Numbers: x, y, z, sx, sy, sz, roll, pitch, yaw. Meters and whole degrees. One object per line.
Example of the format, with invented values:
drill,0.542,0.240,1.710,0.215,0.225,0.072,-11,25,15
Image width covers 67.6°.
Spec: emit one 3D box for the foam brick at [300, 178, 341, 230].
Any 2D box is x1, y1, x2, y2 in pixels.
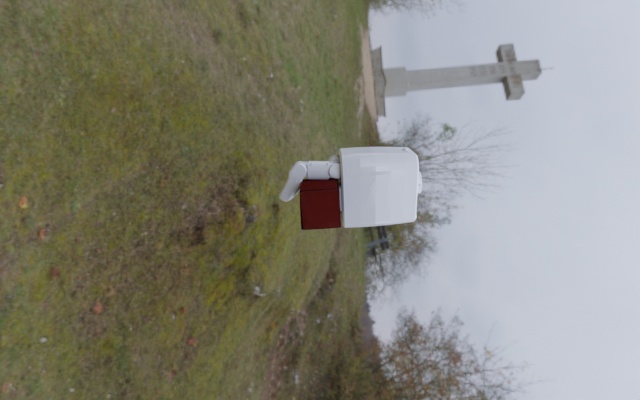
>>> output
foam brick,0.000,0.002,0.634,0.051,0.053,0.078,-2,15,1
